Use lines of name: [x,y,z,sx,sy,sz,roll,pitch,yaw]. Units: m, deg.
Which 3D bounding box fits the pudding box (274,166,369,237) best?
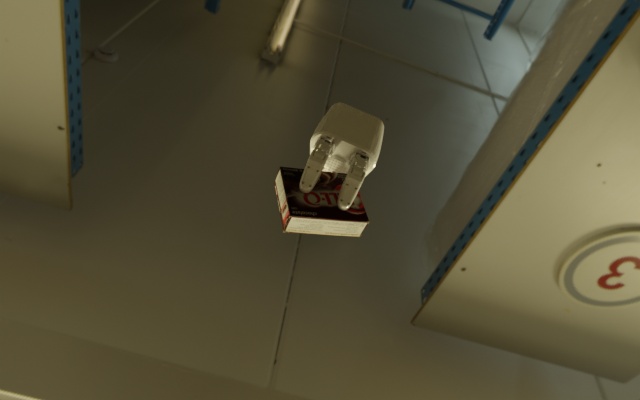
pudding box: [0.000,0.002,0.640,0.113,0.090,0.039,3,-45,-20]
